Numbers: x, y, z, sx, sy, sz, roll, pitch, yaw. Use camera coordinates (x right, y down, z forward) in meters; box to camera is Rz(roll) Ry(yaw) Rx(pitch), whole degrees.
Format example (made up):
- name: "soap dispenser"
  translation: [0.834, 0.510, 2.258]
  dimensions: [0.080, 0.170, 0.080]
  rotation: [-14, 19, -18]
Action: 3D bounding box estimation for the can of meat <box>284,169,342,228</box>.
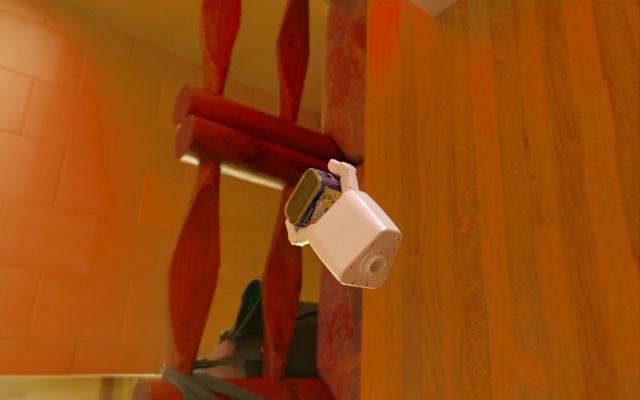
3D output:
- name: "can of meat"
  translation: [0.000, 0.002, 0.794]
  dimensions: [0.084, 0.102, 0.057]
  rotation: [16, 25, -37]
